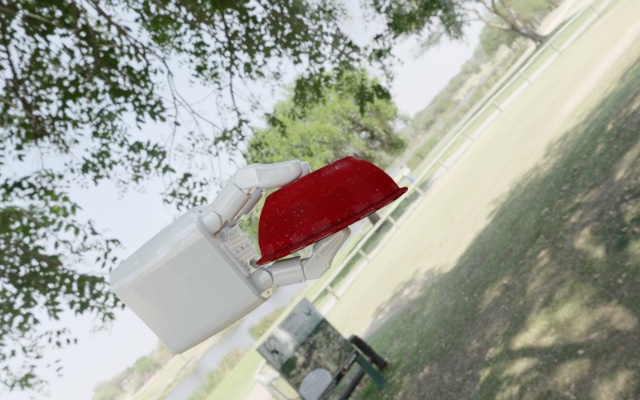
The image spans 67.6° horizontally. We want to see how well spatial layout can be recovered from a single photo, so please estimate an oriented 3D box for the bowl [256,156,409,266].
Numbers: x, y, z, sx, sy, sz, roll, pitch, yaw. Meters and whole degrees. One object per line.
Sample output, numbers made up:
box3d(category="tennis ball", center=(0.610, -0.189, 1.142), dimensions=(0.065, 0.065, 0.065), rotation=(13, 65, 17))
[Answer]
box3d(category="bowl", center=(0.001, 0.001, 0.458), dimensions=(0.162, 0.055, 0.162), rotation=(-26, 0, 0))
